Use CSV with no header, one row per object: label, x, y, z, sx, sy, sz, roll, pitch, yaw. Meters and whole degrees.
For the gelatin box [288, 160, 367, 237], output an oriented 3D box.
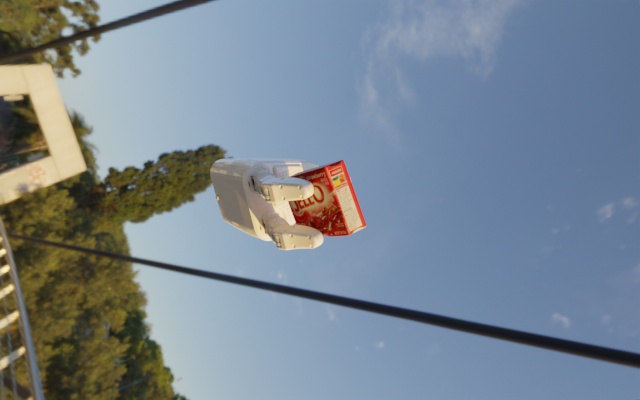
gelatin box,0.001,0.001,0.509,0.030,0.073,0.089,-25,9,-36
